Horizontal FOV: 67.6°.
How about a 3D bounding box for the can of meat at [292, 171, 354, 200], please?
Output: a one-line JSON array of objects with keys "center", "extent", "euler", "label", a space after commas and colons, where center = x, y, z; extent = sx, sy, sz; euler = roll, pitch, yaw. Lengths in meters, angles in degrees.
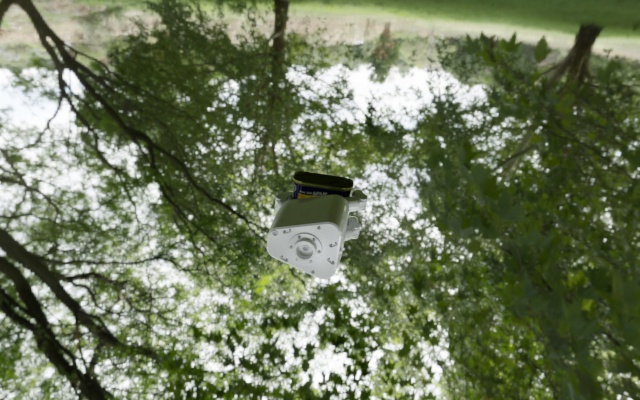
[{"center": [0.000, 0.003, 0.816], "extent": [0.102, 0.084, 0.057], "euler": [8, 21, 2], "label": "can of meat"}]
